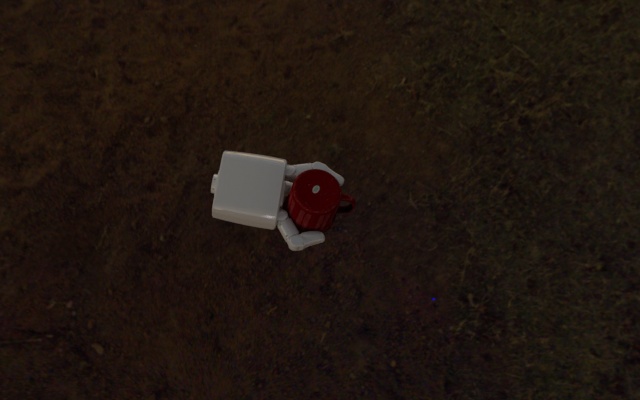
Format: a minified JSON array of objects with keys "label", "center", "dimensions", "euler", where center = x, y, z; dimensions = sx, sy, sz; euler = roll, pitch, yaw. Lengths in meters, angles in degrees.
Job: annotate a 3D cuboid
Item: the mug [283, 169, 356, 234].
[{"label":"mug","center":[0.002,0.003,0.784],"dimensions":[0.117,0.093,0.081],"euler":[8,-26,-7]}]
